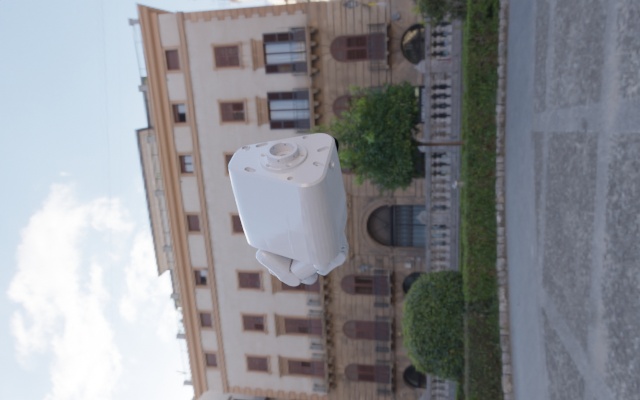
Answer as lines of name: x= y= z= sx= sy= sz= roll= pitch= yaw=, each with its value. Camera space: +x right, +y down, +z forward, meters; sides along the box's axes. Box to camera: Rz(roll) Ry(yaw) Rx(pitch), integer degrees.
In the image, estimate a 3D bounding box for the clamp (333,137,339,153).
clamp: x=-0.001 y=0.002 z=0.615 sx=0.039 sy=0.120 sz=0.171 roll=1 pitch=40 yaw=12
